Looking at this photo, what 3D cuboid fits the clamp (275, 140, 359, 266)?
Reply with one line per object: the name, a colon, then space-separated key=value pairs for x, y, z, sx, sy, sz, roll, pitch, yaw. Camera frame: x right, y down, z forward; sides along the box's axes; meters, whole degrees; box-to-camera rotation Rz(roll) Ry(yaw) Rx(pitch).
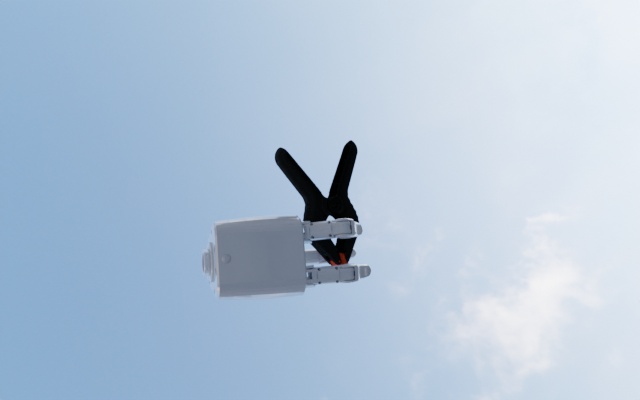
clamp: x=0.000 y=0.002 z=0.625 sx=0.120 sy=0.171 sz=0.039 roll=-1 pitch=-10 yaw=-21
